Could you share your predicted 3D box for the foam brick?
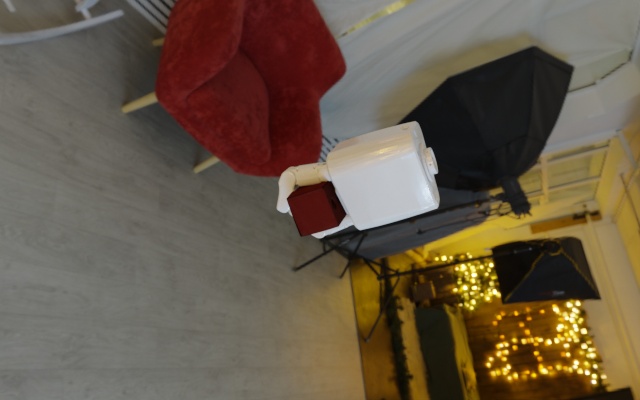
[{"bbox_3d":[0.000,0.002,0.595,0.051,0.053,0.078,-15,15,21],"label":"foam brick"}]
